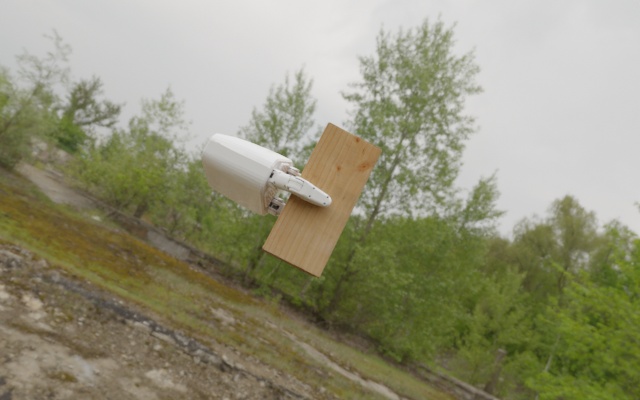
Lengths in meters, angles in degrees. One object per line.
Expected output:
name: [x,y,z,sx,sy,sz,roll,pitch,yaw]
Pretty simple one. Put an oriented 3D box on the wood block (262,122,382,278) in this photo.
wood block: [0.000,0.002,0.714,0.090,0.206,0.091,27,-9,-3]
